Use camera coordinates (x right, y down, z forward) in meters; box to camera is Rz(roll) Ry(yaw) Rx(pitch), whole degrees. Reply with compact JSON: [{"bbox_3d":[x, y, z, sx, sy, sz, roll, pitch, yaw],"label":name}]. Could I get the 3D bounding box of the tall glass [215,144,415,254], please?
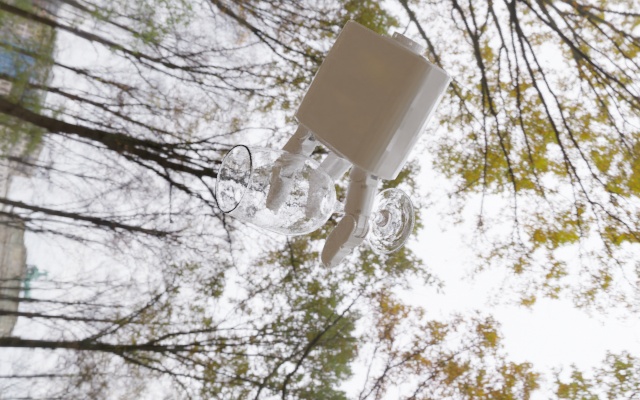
[{"bbox_3d":[0.001,0.002,0.471,0.201,0.079,0.079,15,-9,-37],"label":"tall glass"}]
